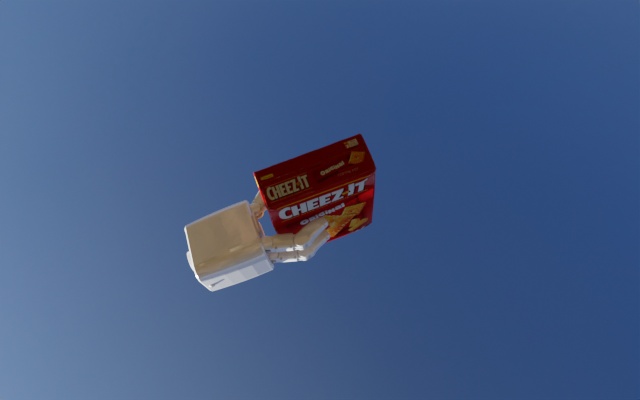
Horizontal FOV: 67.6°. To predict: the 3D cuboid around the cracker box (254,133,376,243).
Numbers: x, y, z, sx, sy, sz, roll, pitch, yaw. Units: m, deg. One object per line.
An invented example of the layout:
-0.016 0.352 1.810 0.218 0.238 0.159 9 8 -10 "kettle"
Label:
0.000 0.002 0.753 0.164 0.072 0.214 -21 -23 -5 "cracker box"
